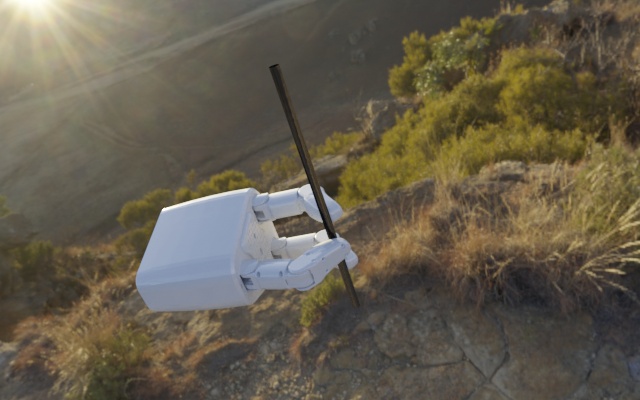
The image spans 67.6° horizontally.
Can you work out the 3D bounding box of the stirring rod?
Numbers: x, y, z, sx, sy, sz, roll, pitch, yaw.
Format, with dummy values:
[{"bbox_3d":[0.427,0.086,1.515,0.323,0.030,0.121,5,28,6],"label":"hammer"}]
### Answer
[{"bbox_3d":[0.000,0.001,0.409,0.011,0.240,0.011,-15,28,8],"label":"stirring rod"}]
